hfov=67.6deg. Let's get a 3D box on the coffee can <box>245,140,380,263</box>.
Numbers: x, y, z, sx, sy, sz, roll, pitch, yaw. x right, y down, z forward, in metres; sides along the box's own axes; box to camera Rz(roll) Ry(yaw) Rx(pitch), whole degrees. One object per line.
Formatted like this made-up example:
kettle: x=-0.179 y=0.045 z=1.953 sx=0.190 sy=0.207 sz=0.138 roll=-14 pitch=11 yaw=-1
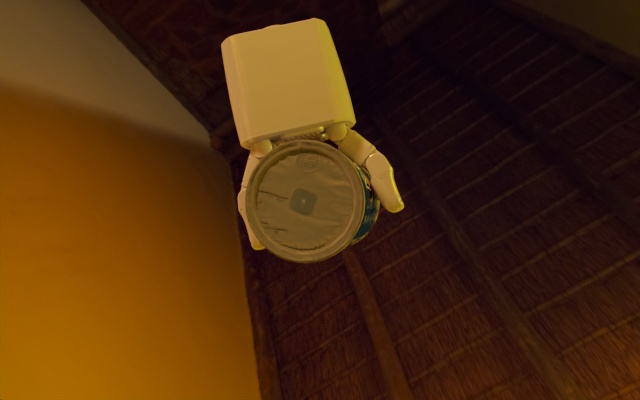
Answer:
coffee can: x=0.000 y=0.002 z=0.463 sx=0.103 sy=0.103 sz=0.140 roll=0 pitch=-1 yaw=12
